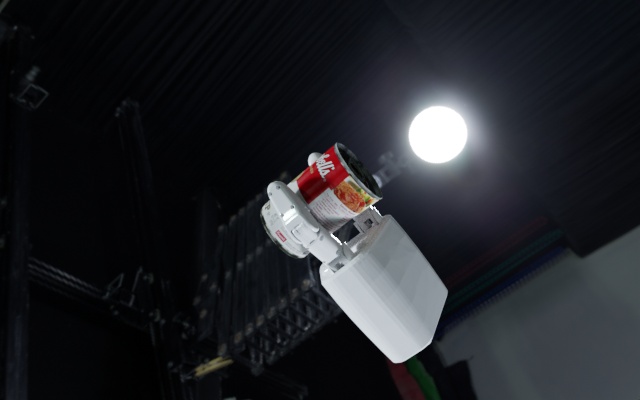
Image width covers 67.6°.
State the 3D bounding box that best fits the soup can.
[{"bbox_3d":[0.000,0.001,0.466,0.102,0.068,0.068,-39,-14,17],"label":"soup can"}]
